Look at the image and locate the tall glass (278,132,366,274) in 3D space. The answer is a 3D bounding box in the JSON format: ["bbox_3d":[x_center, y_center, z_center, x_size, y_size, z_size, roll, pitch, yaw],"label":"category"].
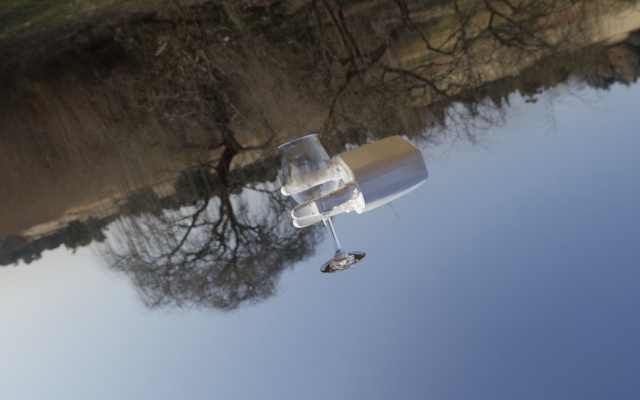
[{"bbox_3d":[0.000,0.003,0.712,0.079,0.201,0.079,-20,9,3],"label":"tall glass"}]
